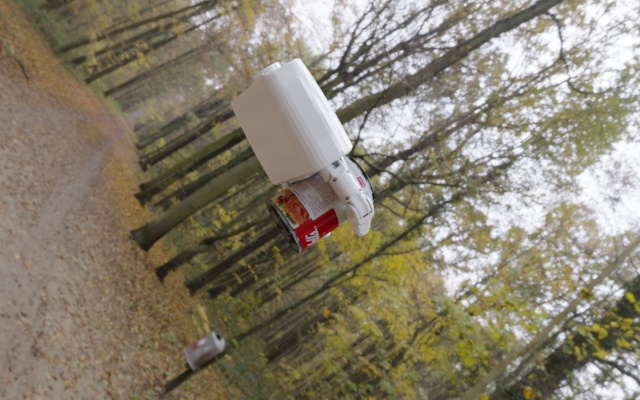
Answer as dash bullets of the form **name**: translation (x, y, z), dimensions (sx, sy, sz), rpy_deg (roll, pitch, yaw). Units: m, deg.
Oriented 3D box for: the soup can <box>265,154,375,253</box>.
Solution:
- **soup can**: translation (0.001, 0.002, 0.525), dimensions (0.102, 0.068, 0.068), rpy_deg (-32, 8, -14)
